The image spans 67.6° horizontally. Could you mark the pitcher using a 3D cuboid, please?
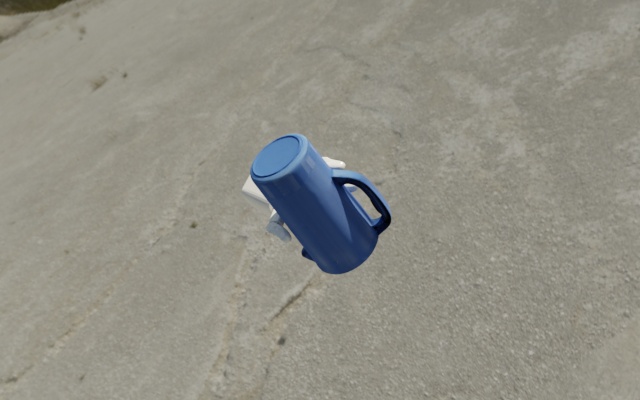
[{"bbox_3d":[0.000,0.003,0.805,0.145,0.149,0.243,22,-24,49],"label":"pitcher"}]
